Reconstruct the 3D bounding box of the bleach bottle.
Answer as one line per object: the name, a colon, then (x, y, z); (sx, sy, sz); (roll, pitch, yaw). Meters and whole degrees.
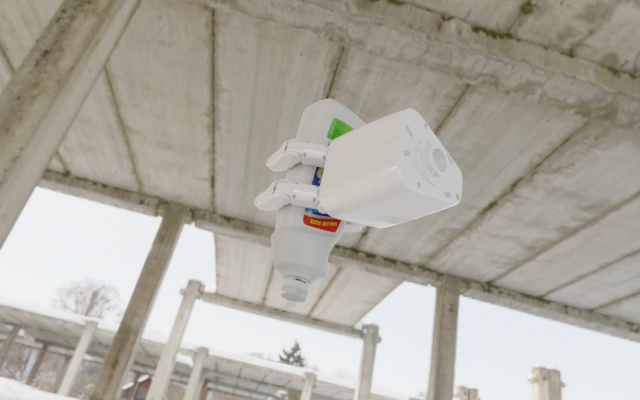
bleach bottle: (0.000, 0.002, 0.580); (0.102, 0.250, 0.068); (33, -35, -33)
